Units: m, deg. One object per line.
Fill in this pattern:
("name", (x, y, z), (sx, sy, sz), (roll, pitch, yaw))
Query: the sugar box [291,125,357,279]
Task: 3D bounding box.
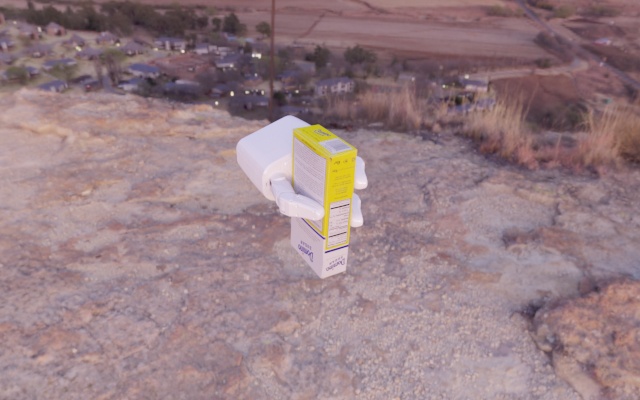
("sugar box", (0.001, 0.002, 0.615), (0.048, 0.176, 0.093), (-16, 35, -26))
